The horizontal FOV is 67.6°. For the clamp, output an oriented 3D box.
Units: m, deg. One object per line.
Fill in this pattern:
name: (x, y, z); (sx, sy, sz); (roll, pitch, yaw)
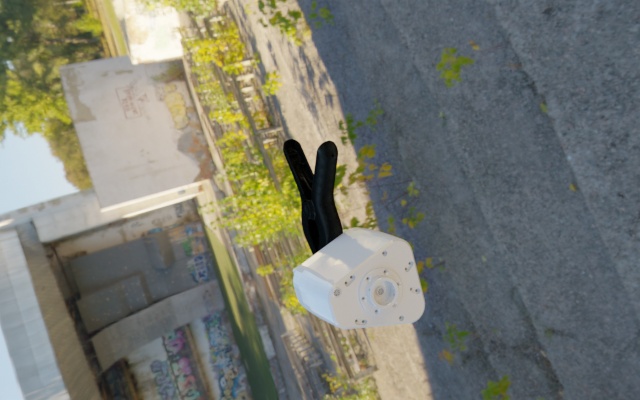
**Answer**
clamp: (0.000, 0.002, 0.588); (0.039, 0.171, 0.120); (-17, 6, -18)
